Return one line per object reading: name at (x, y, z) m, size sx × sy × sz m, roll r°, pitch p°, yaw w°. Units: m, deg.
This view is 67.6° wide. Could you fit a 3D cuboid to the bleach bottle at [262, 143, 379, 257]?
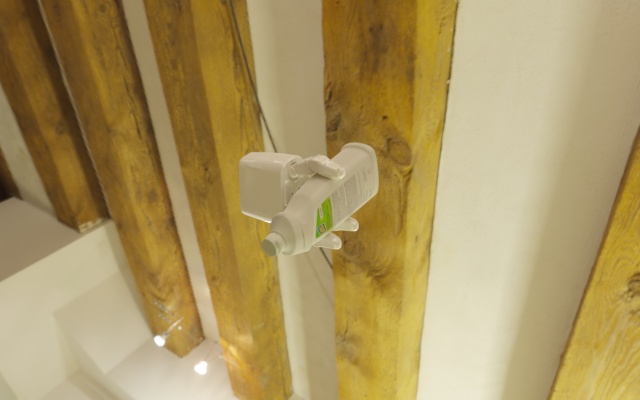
bleach bottle at (0.000, 0.003, 0.746) m, size 0.068 × 0.103 × 0.250 m, roll 12°, pitch 34°, yaw 36°
